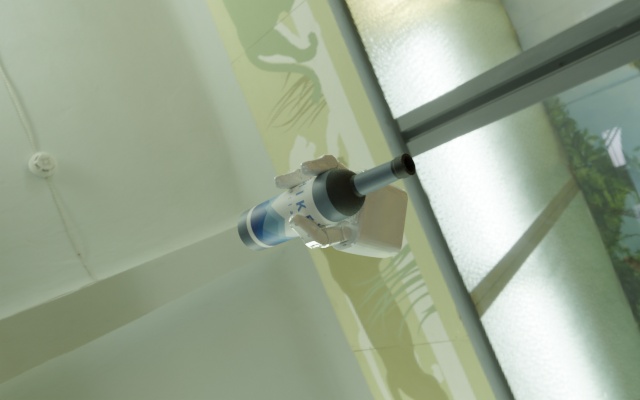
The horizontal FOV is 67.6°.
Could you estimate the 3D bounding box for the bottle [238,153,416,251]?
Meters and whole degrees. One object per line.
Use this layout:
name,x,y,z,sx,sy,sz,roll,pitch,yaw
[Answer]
bottle,0.000,0.002,0.644,0.296,0.069,0.069,-23,-16,41
